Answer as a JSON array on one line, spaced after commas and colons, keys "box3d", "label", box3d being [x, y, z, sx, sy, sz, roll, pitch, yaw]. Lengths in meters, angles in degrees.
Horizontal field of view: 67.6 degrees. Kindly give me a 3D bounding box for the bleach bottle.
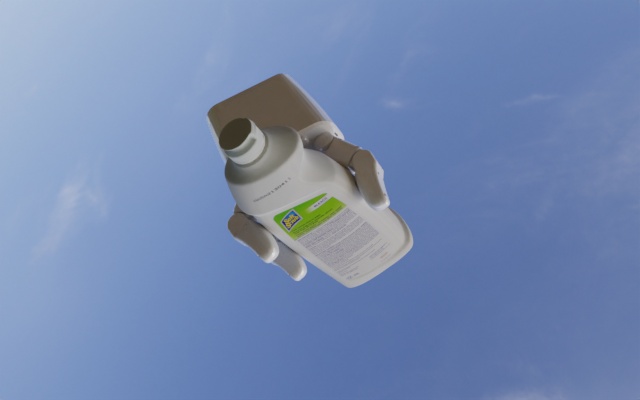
[{"box3d": [0.000, 0.002, 0.442, 0.102, 0.068, 0.251, -37, -38, 6], "label": "bleach bottle"}]
